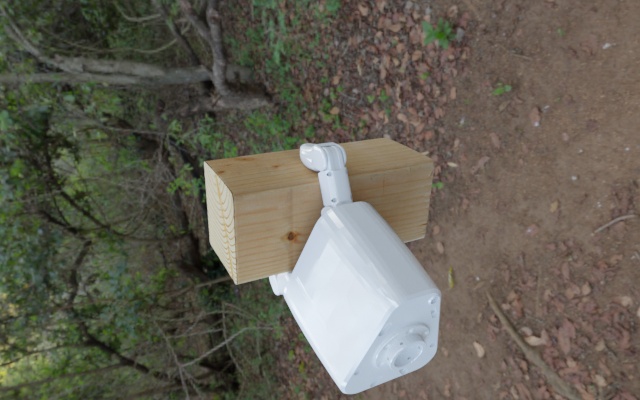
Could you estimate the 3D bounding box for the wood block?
[{"bbox_3d":[0.000,0.001,0.476,0.206,0.091,0.090,-10,27,-25],"label":"wood block"}]
